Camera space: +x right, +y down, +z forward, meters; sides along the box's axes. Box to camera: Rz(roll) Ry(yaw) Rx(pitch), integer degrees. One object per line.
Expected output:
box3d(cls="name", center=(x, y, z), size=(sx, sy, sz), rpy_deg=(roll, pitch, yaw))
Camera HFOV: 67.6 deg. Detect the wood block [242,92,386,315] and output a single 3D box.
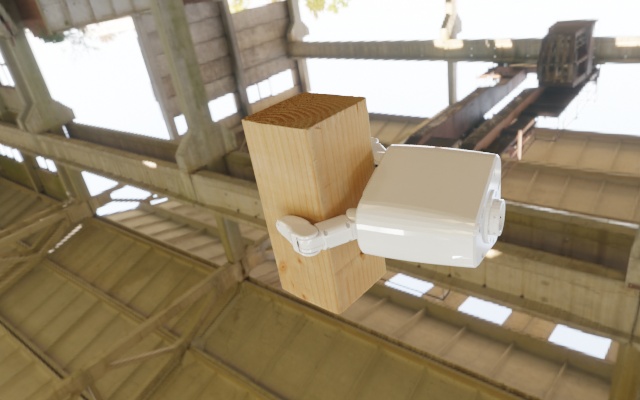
box3d(cls="wood block", center=(0.000, 0.002, 0.501), size=(0.090, 0.206, 0.090), rpy_deg=(16, 37, 40))
